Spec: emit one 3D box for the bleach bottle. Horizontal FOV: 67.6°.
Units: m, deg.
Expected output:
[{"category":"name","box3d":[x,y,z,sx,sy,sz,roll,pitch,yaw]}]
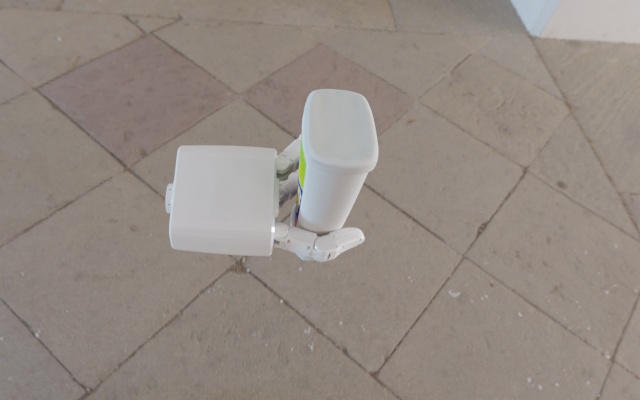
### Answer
[{"category":"bleach bottle","box3d":[0.000,0.002,0.534,0.068,0.102,0.251,3,-36,-8]}]
